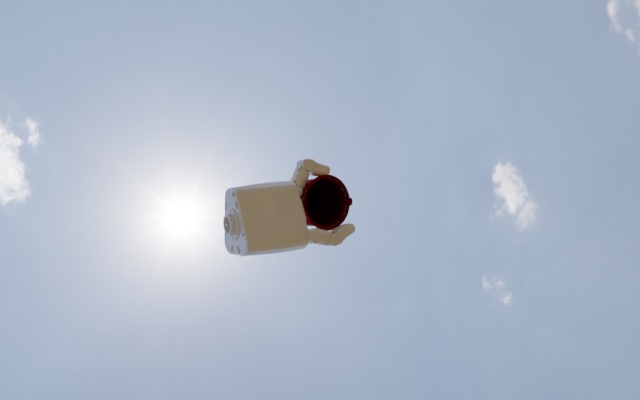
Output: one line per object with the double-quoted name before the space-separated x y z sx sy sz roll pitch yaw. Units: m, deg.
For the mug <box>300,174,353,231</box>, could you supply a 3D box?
"mug" 0.001 0.003 0.832 0.117 0.093 0.081 -5 2 -33
